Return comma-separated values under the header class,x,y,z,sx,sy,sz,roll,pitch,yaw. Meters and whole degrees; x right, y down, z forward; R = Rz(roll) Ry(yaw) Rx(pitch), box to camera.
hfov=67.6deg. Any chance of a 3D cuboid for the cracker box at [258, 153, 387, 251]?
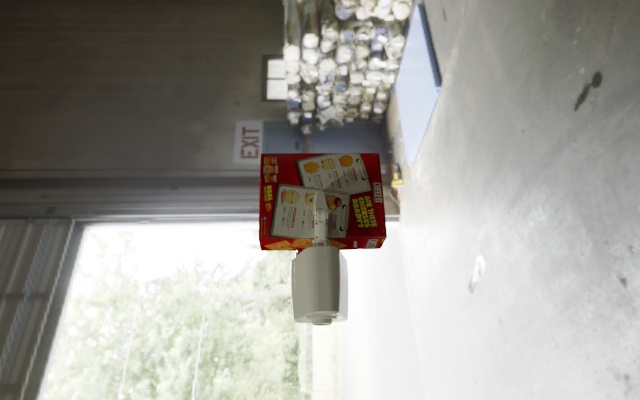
class,x,y,z,sx,sy,sz,roll,pitch,yaw
cracker box,0.000,0.003,0.842,0.214,0.164,0.072,0,-24,-4
